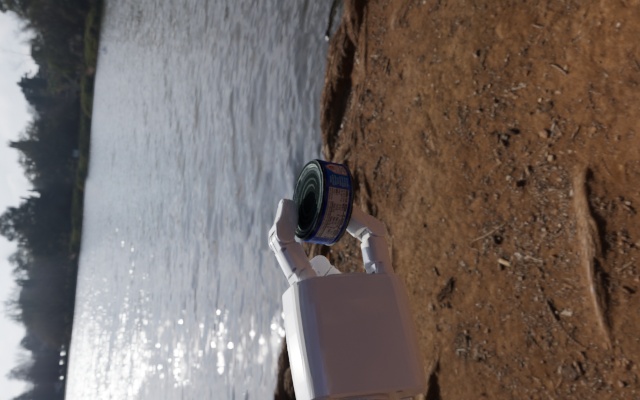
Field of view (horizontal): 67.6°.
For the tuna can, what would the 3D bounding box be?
[{"bbox_3d":[0.000,0.001,0.488,0.034,0.086,0.086,10,-4,-23],"label":"tuna can"}]
